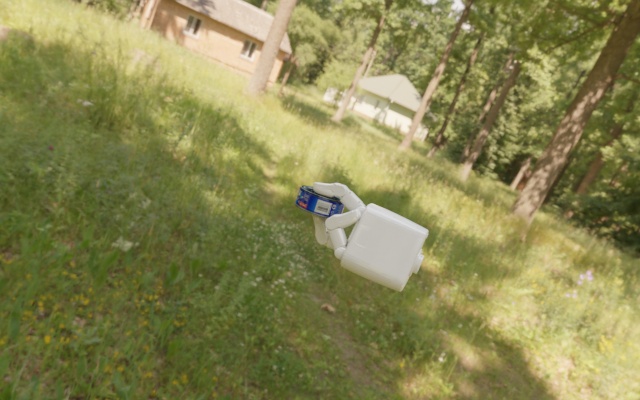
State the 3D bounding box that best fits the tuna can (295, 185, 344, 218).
[{"bbox_3d":[0.000,0.002,0.836,0.086,0.034,0.086,18,10,-3],"label":"tuna can"}]
